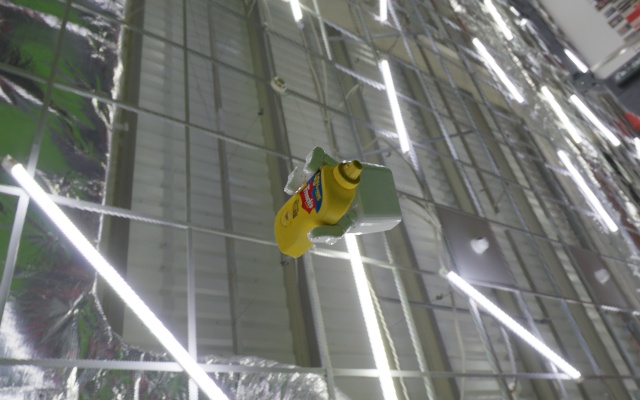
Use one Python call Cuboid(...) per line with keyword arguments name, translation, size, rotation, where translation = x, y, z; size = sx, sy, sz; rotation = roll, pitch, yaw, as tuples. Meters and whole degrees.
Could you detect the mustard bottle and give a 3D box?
Cuboid(name="mustard bottle", translation=(0.000, 0.002, 0.735), size=(0.058, 0.096, 0.192), rotation=(23, -47, -27))
